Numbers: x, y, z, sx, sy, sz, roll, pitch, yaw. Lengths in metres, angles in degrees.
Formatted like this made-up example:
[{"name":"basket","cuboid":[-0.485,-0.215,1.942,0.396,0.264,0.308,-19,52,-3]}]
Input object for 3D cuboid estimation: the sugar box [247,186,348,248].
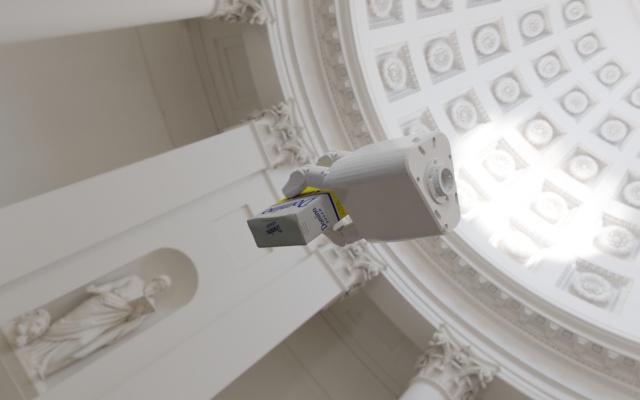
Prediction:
[{"name":"sugar box","cuboid":[0.000,0.001,0.617,0.093,0.048,0.176,-9,15,45]}]
